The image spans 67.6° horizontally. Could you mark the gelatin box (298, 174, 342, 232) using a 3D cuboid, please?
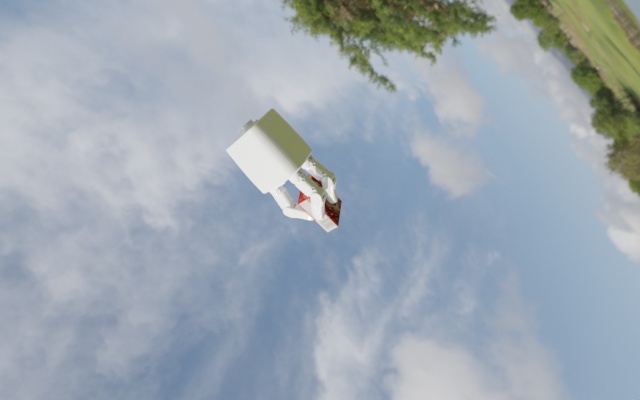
[{"bbox_3d":[0.000,0.003,0.884,0.030,0.073,0.089,-29,-60,29],"label":"gelatin box"}]
